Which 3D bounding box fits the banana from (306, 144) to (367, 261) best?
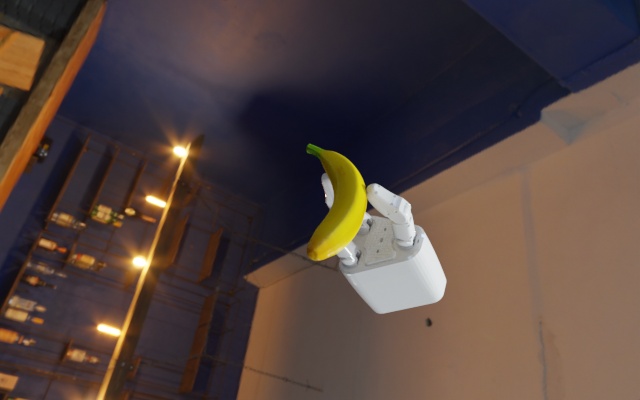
[{"bbox_3d":[0.019,-0.001,0.536,0.069,0.037,0.197,-1,37,-2],"label":"banana"}]
